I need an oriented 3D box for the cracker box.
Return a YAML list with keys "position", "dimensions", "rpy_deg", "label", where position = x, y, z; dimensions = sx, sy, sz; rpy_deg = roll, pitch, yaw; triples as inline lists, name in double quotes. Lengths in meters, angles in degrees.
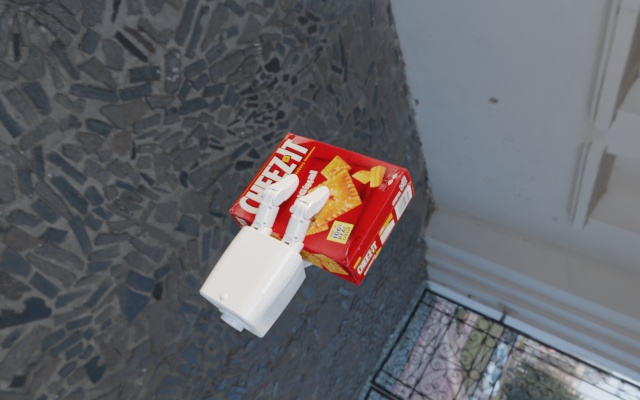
- position: [0.000, 0.002, 0.687]
  dimensions: [0.213, 0.164, 0.072]
  rpy_deg: [21, -24, 31]
  label: "cracker box"
